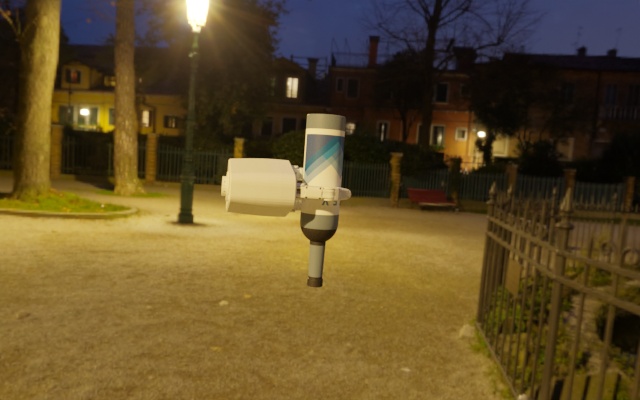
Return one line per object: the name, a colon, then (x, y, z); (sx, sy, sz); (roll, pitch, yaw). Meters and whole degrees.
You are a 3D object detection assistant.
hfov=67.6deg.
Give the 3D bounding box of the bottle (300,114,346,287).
bottle: (0.000, 0.002, 0.825); (0.069, 0.296, 0.069); (4, 4, 0)
